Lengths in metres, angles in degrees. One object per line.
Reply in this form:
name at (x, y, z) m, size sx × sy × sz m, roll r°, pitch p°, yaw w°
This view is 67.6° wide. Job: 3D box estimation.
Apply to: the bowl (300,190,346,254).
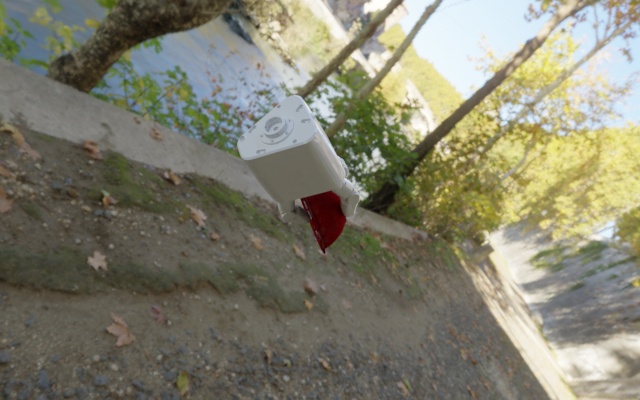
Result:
bowl at (0.001, 0.003, 0.780) m, size 0.055 × 0.162 × 0.162 m, roll -21°, pitch 2°, yaw -5°
